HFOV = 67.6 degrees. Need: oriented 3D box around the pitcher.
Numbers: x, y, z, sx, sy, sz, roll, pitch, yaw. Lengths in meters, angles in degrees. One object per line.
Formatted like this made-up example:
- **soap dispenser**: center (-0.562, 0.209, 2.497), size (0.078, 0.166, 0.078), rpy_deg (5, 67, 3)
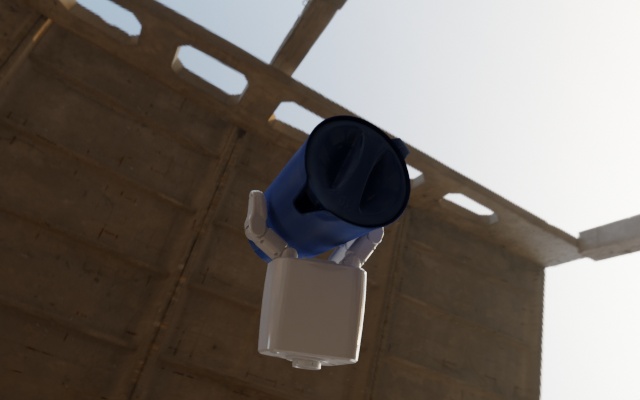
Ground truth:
- **pitcher**: center (0.000, 0.002, 0.613), size (0.149, 0.145, 0.243), rpy_deg (17, -27, -22)
